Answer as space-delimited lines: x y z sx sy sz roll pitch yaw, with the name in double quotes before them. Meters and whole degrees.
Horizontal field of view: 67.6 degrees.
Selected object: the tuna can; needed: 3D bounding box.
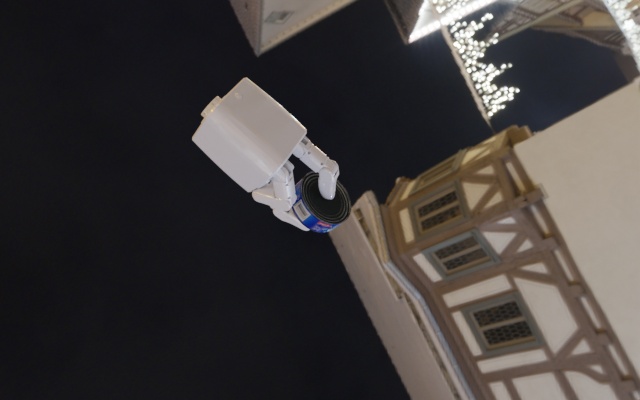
"tuna can" 0.000 0.003 0.682 0.086 0.086 0.034 0 -28 -39
